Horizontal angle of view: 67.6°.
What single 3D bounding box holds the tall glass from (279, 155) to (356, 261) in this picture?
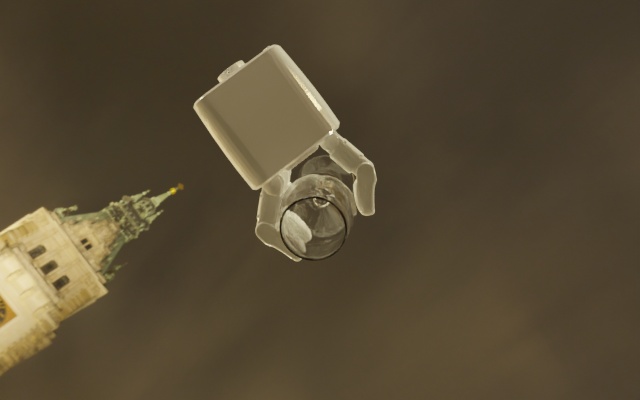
[{"bbox_3d":[0.000,0.002,0.527,0.079,0.079,0.201,0,14,4],"label":"tall glass"}]
